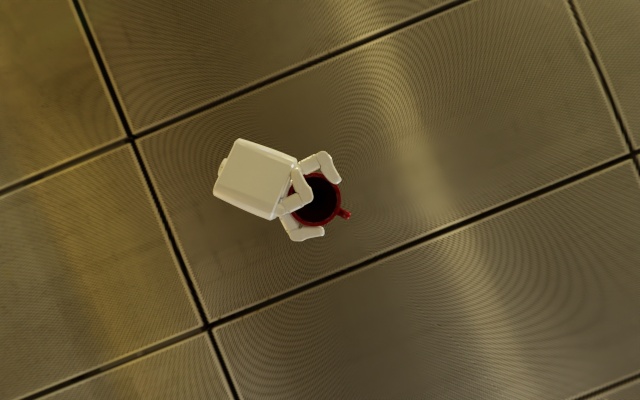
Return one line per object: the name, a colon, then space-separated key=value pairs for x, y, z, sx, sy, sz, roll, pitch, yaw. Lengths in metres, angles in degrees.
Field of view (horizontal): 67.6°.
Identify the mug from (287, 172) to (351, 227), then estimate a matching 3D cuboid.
mug: x=0.001 y=0.003 z=0.855 sx=0.117 sy=0.093 sz=0.081 roll=23 pitch=1 yaw=0
